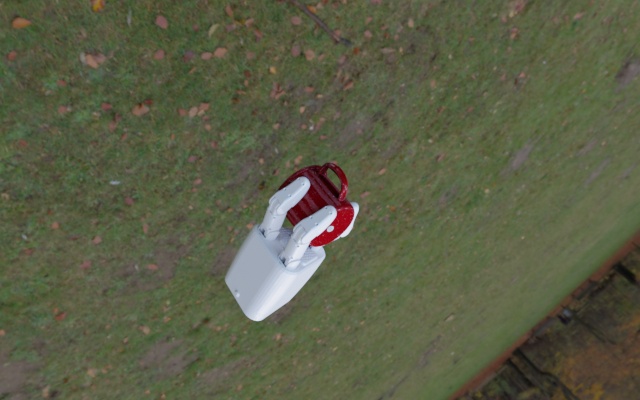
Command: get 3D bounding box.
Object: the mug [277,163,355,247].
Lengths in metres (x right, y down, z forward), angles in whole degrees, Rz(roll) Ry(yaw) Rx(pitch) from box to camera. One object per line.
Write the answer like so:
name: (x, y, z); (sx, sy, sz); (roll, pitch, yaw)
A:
mug: (0.001, 0.001, 0.667); (0.093, 0.117, 0.081); (-3, 45, -49)
